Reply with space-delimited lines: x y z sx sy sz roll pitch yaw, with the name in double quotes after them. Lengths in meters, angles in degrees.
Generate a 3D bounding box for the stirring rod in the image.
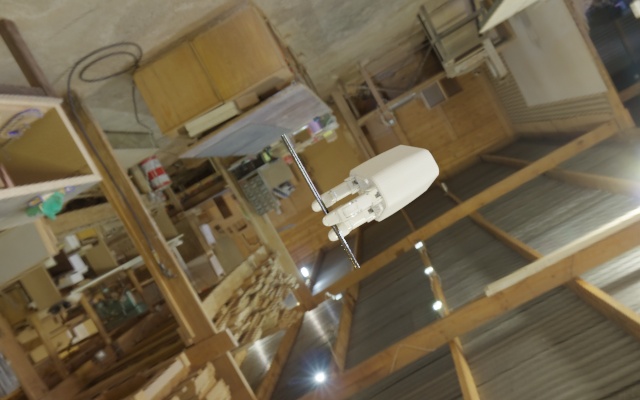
0.000 0.002 0.753 0.011 0.239 0.011 -29 3 2 "stirring rod"
